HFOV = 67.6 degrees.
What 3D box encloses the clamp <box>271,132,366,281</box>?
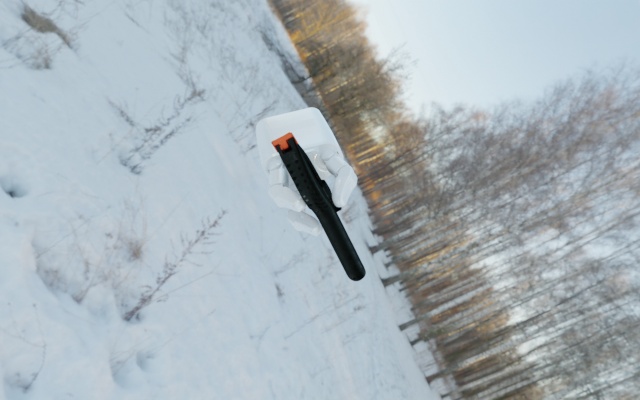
[{"bbox_3d":[0.001,0.001,0.631,0.036,0.164,0.210,-28,-47,6],"label":"clamp"}]
